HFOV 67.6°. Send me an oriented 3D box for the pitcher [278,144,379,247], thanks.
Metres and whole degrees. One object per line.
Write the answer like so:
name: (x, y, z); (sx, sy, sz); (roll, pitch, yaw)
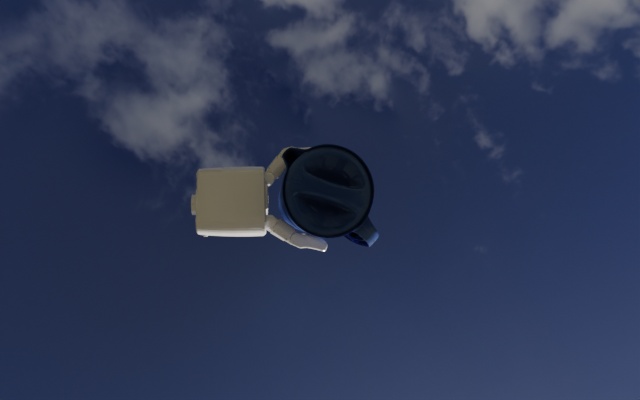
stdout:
pitcher: (0.000, 0.003, 0.781); (0.145, 0.149, 0.243); (-2, -4, -9)
